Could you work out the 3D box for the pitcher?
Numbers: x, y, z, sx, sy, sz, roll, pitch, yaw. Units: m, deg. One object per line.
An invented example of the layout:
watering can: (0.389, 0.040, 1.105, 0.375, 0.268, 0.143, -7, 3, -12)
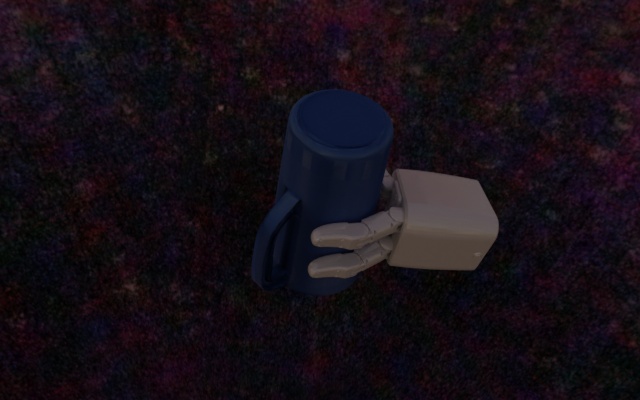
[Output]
pitcher: (0.000, 0.002, 0.558, 0.145, 0.149, 0.243, 6, -42, -4)
